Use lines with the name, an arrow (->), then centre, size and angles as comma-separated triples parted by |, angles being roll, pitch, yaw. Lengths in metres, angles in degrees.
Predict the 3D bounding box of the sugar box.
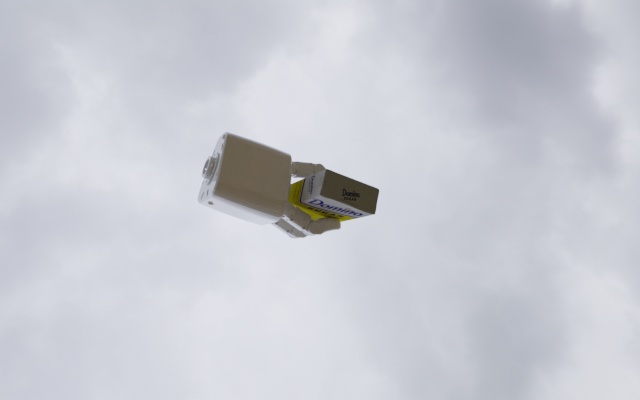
sugar box -> 0.000, 0.003, 0.728 | 0.093, 0.048, 0.176 | 19, -16, -25
